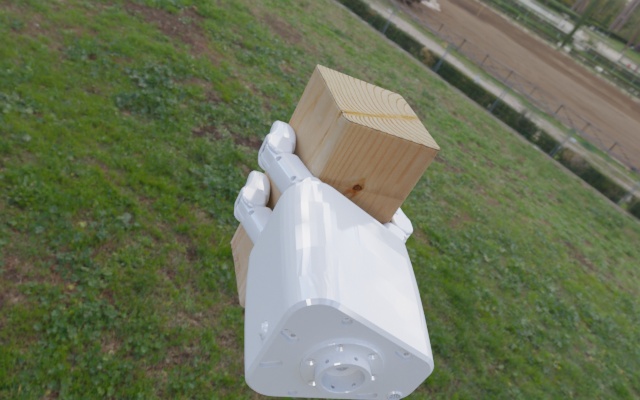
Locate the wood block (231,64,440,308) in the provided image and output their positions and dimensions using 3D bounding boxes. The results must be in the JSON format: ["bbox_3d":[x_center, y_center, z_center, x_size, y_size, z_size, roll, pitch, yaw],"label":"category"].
[{"bbox_3d":[0.000,0.002,0.429,0.091,0.206,0.090,13,35,-28],"label":"wood block"}]
